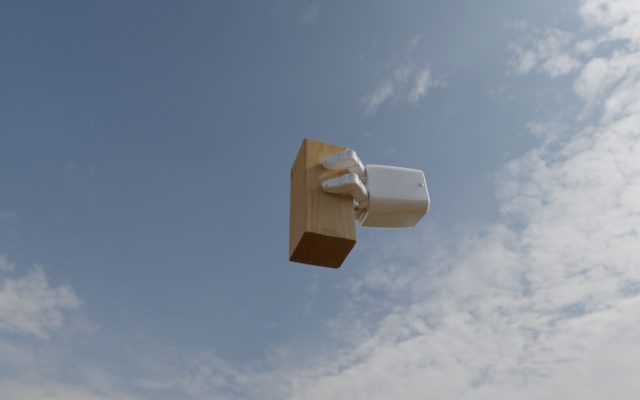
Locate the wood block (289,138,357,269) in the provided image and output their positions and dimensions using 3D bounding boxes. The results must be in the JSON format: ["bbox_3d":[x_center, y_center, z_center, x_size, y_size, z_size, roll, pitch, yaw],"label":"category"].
[{"bbox_3d":[0.000,0.003,0.829,0.090,0.206,0.091,11,-42,-15],"label":"wood block"}]
